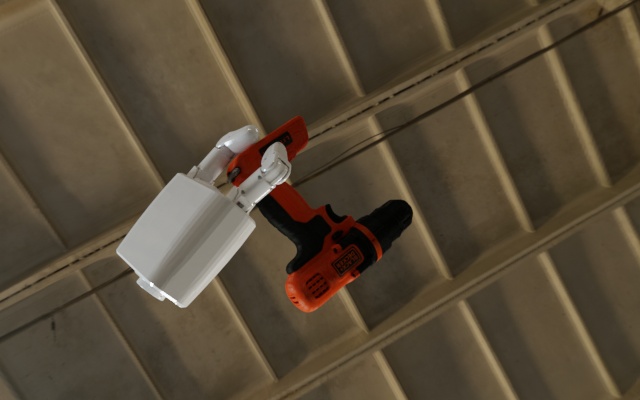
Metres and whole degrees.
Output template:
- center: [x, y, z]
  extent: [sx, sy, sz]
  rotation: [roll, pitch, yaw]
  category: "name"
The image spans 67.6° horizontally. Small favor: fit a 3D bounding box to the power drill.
- center: [0.000, 0.002, 0.539]
  extent: [0.184, 0.187, 0.057]
  rotation: [-37, 2, -26]
  category: "power drill"
